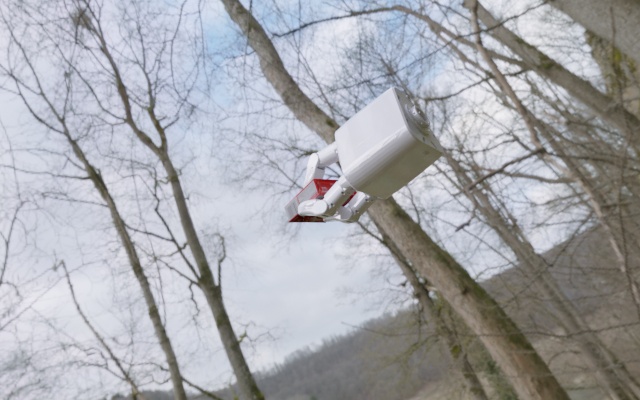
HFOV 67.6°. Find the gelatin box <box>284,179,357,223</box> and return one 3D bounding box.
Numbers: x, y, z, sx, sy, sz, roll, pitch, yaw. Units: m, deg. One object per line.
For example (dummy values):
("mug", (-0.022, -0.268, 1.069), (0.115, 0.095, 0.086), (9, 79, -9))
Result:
("gelatin box", (0.000, 0.002, 0.717), (0.073, 0.030, 0.089), (2, -31, -39))
